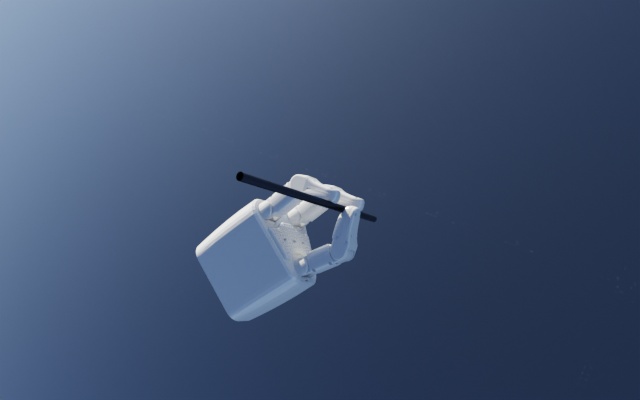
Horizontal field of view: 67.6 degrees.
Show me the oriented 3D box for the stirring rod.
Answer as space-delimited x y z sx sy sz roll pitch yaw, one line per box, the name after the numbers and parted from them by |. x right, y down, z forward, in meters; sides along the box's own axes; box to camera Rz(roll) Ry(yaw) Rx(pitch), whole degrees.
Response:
0.000 0.002 0.482 0.011 0.011 0.239 0 -10 33 | stirring rod
